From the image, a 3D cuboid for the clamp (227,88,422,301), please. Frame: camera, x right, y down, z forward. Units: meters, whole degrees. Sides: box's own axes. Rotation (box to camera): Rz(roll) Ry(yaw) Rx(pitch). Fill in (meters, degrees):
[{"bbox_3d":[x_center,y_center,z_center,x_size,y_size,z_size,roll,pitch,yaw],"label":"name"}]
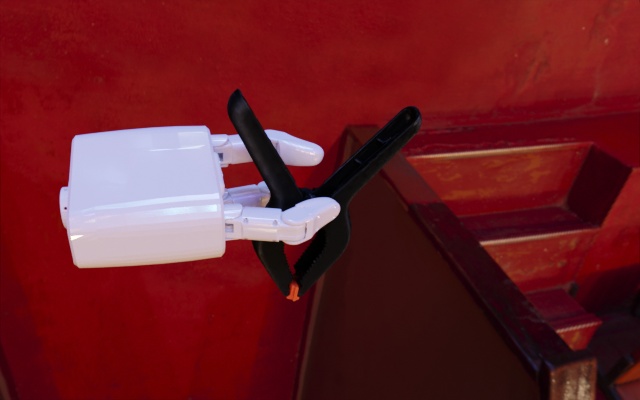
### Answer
[{"bbox_3d":[0.000,0.002,0.426,0.164,0.210,0.036,-5,34,-18],"label":"clamp"}]
